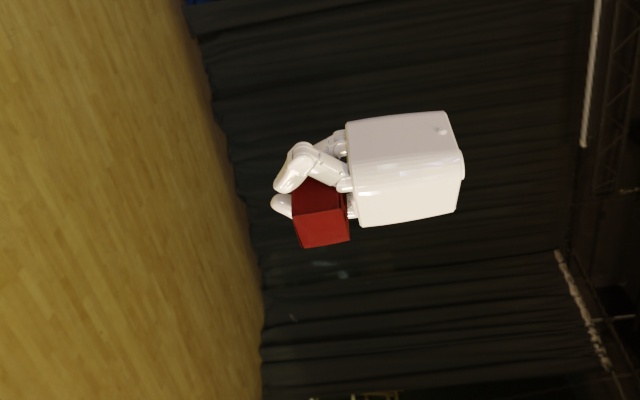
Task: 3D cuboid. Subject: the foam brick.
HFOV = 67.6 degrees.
[{"bbox_3d":[0.000,0.002,0.499,0.051,0.078,0.053,-8,-44,7],"label":"foam brick"}]
